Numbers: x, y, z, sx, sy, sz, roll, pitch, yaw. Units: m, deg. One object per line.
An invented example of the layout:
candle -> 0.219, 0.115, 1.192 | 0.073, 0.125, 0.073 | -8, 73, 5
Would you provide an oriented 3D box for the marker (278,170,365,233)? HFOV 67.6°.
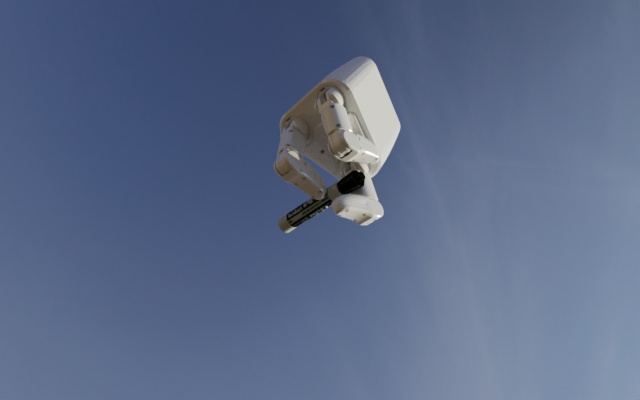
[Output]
marker -> 0.000, 0.002, 0.501 | 0.121, 0.020, 0.020 | -33, -21, 36
